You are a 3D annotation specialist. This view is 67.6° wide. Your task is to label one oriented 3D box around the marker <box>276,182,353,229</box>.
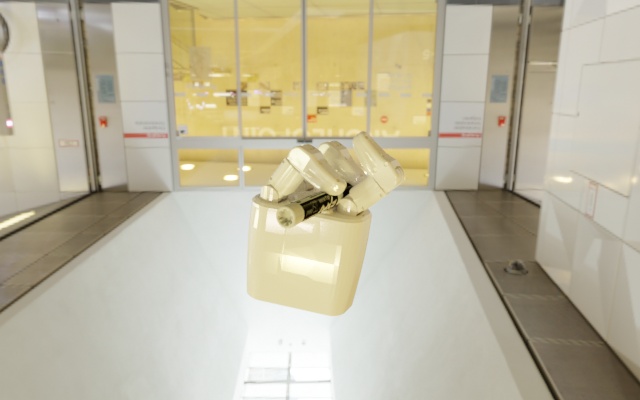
[{"bbox_3d":[0.000,0.001,0.431,0.020,0.020,0.121,0,12,28],"label":"marker"}]
